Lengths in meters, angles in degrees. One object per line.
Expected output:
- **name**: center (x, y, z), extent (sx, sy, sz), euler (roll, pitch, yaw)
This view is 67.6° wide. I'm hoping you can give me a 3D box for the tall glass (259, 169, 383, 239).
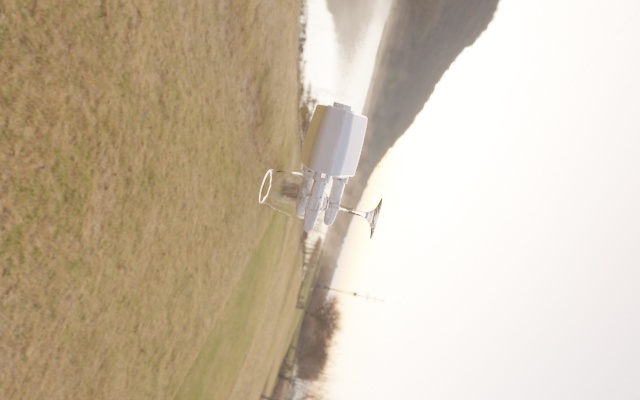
- **tall glass**: center (0.001, 0.003, 0.815), extent (0.201, 0.079, 0.079), euler (16, 1, 3)
